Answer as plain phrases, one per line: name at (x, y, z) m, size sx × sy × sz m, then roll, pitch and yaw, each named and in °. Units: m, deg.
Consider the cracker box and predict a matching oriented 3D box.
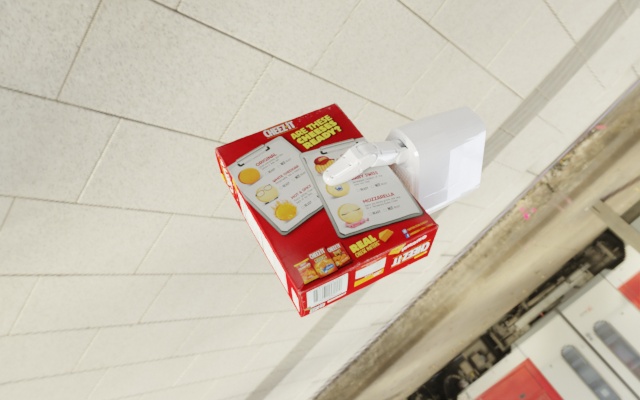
cracker box at (0.000, 0.002, 0.540) m, size 0.164 × 0.213 × 0.072 m, roll -24°, pitch -34°, yaw -18°
